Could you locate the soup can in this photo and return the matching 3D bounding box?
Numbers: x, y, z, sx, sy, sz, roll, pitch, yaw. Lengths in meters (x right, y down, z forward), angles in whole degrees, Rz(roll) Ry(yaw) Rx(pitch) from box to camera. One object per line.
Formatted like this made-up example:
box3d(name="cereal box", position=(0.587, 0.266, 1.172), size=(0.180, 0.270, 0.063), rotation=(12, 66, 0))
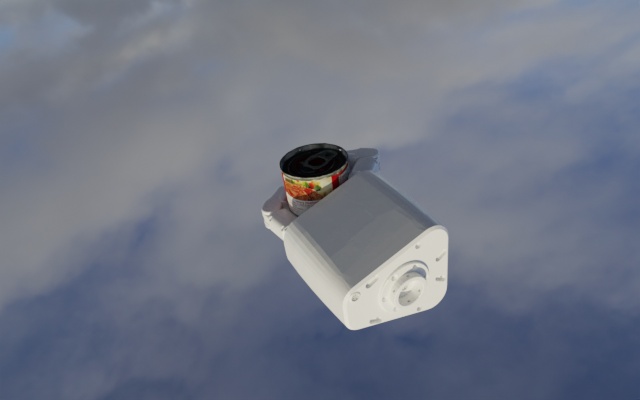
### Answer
box3d(name="soup can", position=(0.000, 0.002, 0.492), size=(0.068, 0.102, 0.068), rotation=(-6, 34, 4))
